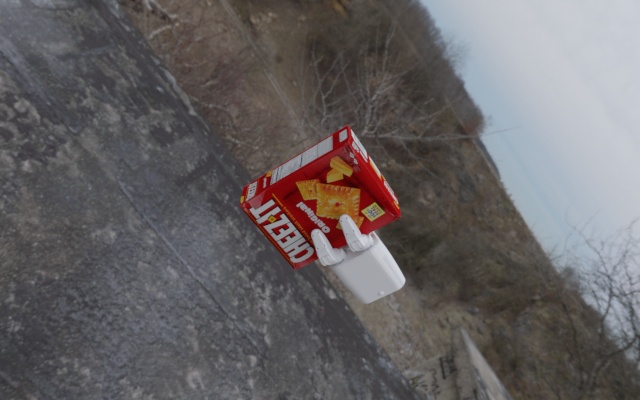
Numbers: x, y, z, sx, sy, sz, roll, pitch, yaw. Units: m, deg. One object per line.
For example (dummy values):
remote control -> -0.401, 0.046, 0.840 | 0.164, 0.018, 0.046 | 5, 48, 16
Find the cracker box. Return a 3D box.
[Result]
cracker box -> 0.000, 0.002, 0.793 | 0.214, 0.164, 0.072 | -29, 26, 17
